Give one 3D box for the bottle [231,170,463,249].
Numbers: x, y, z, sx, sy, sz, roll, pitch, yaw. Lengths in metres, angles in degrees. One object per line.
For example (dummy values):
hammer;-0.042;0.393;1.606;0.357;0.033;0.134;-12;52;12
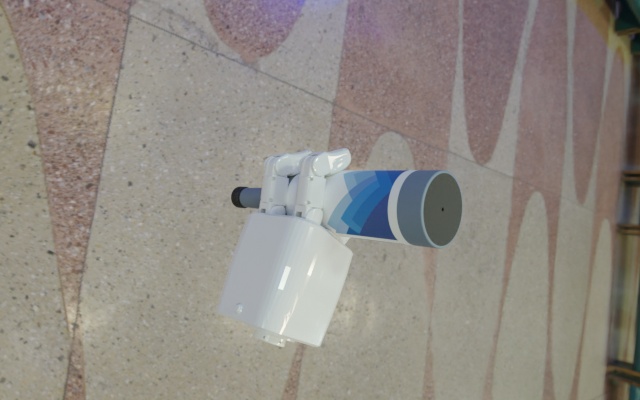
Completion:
bottle;0.000;0.002;0.506;0.069;0.069;0.295;0;2;-45
